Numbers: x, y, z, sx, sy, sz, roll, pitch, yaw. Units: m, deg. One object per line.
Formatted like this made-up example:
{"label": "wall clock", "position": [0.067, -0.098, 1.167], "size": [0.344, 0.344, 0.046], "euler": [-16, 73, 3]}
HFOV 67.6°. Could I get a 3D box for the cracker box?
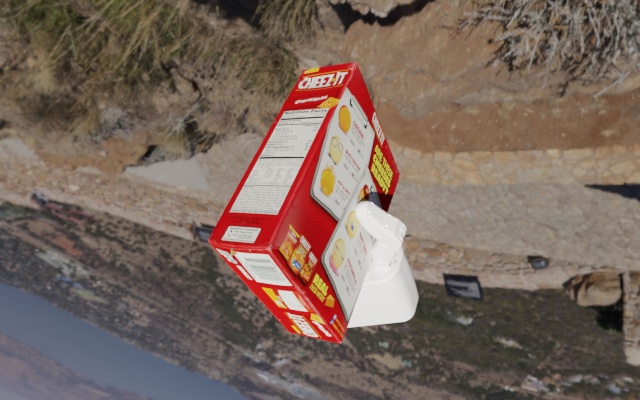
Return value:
{"label": "cracker box", "position": [0.000, 0.002, 0.462], "size": [0.072, 0.213, 0.164], "euler": [3, -37, 29]}
